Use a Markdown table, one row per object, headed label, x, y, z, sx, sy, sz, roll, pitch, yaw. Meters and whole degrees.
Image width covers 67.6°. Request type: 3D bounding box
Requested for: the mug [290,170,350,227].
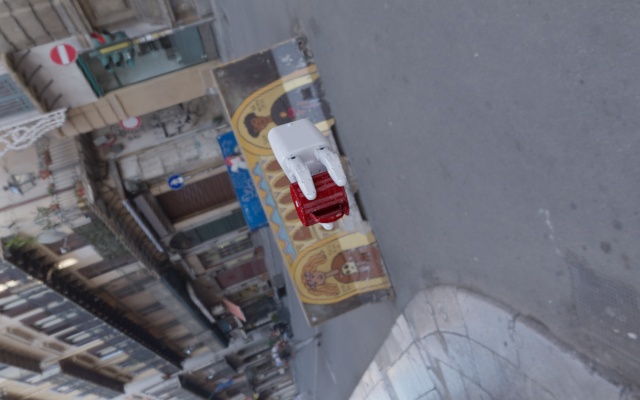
| label | x | y | z | sx | sy | sz | roll | pitch | yaw |
| --- | --- | --- | --- | --- | --- | --- | --- | --- | --- |
| mug | 0.000 | 0.004 | 0.828 | 0.081 | 0.093 | 0.117 | -20 | 39 | -9 |
